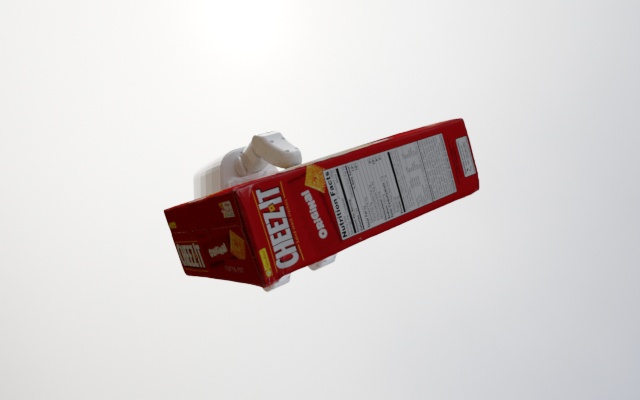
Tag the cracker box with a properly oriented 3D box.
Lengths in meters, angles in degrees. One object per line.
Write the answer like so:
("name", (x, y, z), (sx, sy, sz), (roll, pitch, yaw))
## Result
("cracker box", (0.000, 0.001, 0.403), (0.213, 0.072, 0.164), (-20, 5, -32))
